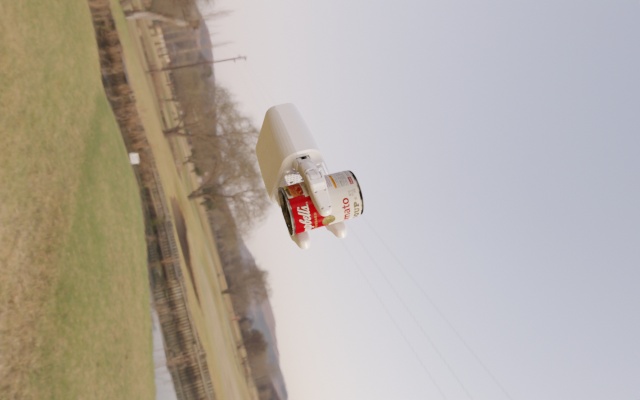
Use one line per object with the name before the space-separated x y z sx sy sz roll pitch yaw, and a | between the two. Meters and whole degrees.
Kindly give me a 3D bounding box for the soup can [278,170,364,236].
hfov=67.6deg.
soup can | 0.001 0.002 0.655 0.102 0.068 0.068 -15 3 -13
